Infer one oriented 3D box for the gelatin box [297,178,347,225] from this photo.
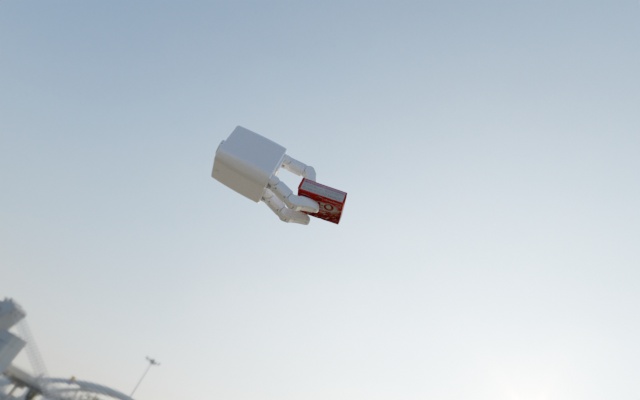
[{"bbox_3d":[0.001,0.003,0.884,0.089,0.030,0.073,18,-35,6],"label":"gelatin box"}]
